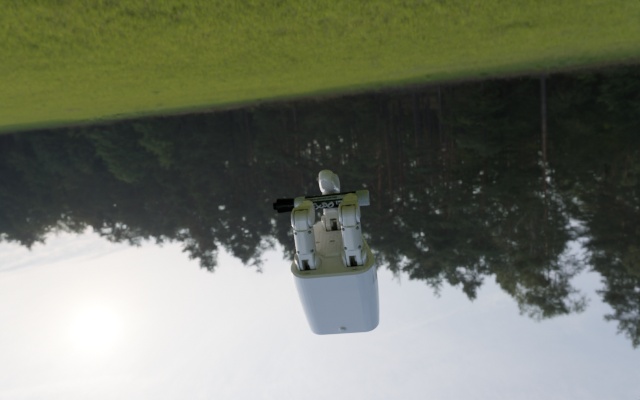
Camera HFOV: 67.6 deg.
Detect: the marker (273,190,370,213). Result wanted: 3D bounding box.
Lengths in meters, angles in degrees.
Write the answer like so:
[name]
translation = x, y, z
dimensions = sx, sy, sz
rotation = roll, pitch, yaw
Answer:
[marker]
translation = 0.000, 0.002, 0.595
dimensions = 0.121, 0.020, 0.020
rotation = -6, -1, 9
